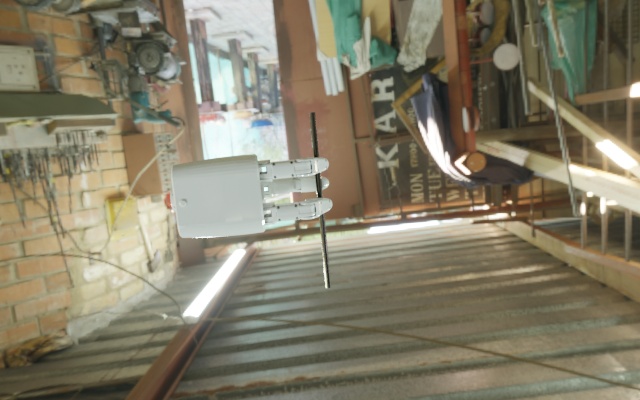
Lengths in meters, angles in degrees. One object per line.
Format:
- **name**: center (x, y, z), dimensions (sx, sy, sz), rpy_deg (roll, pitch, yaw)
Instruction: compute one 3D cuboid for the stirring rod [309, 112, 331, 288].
- **stirring rod**: center (0.000, 0.002, 0.649), dimensions (0.011, 0.239, 0.011), rpy_deg (-5, 8, 1)
